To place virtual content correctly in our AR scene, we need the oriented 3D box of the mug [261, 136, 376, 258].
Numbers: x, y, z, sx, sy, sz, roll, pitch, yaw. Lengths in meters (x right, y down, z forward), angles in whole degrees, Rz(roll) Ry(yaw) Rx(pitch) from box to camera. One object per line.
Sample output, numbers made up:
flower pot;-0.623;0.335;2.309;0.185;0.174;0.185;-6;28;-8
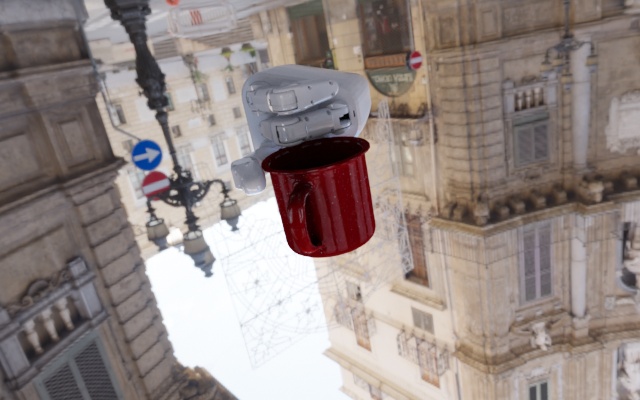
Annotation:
mug;0.000;0.002;0.403;0.093;0.081;0.117;-5;22;16
